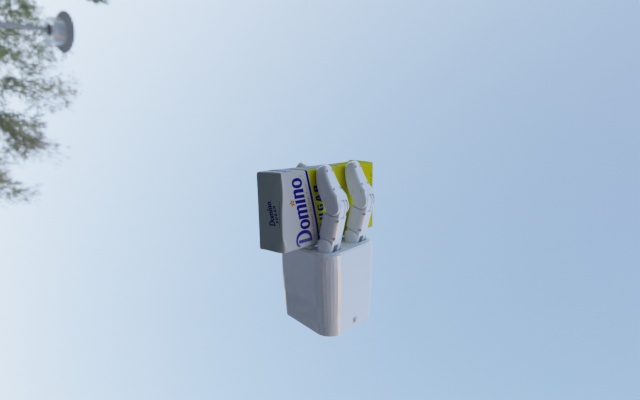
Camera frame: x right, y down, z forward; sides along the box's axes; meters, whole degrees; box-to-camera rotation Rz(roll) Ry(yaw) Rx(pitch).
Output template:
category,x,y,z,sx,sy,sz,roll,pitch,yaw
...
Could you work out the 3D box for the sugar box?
category,x,y,z,sx,sy,sz,roll,pitch,yaw
sugar box,0.001,0.002,0.597,0.048,0.093,0.176,6,12,38
